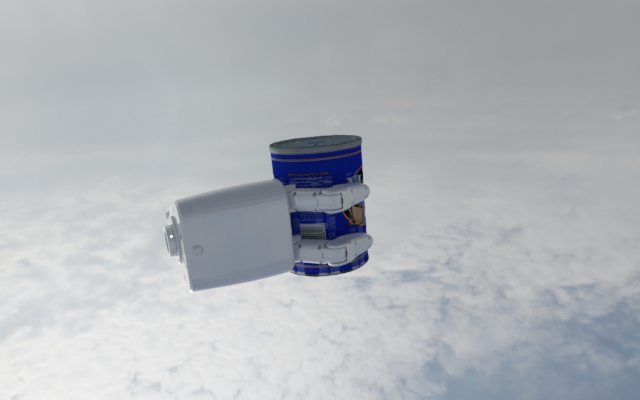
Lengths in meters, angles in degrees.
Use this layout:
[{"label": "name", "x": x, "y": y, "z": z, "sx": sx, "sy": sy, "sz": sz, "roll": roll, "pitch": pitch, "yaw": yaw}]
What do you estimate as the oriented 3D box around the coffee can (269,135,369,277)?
[{"label": "coffee can", "x": 0.000, "y": 0.002, "z": 0.541, "sx": 0.103, "sy": 0.140, "sz": 0.102, "roll": -5, "pitch": 13, "yaw": 1}]
